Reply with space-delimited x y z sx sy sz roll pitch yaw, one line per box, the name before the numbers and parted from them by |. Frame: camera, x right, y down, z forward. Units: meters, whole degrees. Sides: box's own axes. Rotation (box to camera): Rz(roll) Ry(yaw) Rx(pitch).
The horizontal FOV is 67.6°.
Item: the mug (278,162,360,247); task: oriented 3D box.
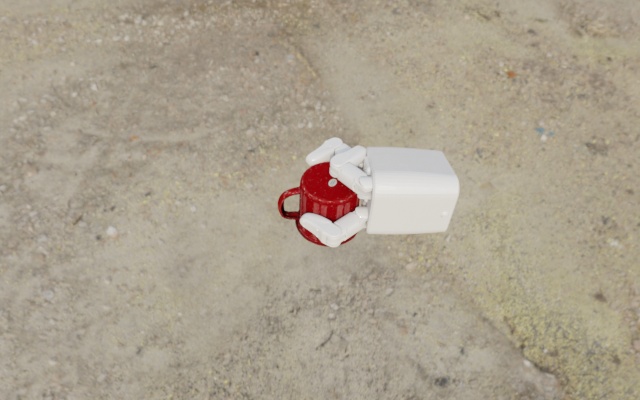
mug | -0.001 0.002 0.652 0.117 0.093 0.082 -1 -44 -4
